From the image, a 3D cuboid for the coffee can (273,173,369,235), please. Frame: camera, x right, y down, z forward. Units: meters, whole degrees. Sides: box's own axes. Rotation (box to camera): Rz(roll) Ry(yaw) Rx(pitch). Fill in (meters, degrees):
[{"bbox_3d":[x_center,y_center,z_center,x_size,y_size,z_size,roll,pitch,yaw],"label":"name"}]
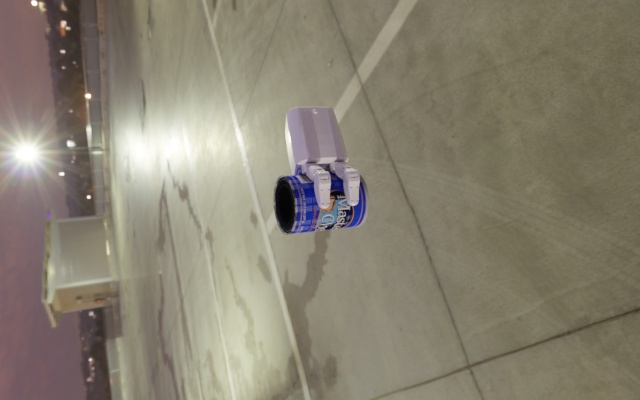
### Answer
[{"bbox_3d":[0.000,0.003,0.843,0.140,0.103,0.103,-5,2,-25],"label":"coffee can"}]
